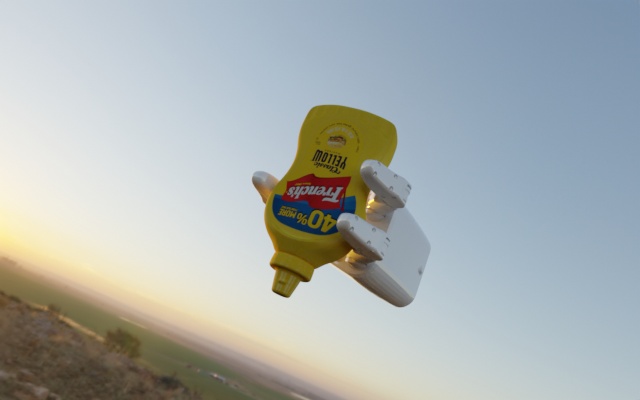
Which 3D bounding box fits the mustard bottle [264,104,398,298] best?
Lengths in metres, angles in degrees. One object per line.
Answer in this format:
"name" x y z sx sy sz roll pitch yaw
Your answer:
"mustard bottle" 0.000 0.001 0.457 0.096 0.191 0.058 17 -20 17
